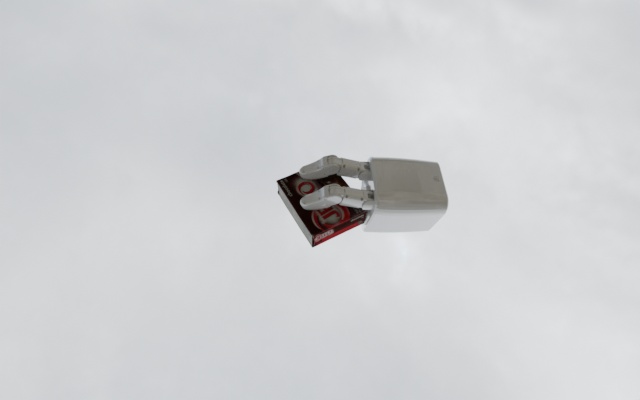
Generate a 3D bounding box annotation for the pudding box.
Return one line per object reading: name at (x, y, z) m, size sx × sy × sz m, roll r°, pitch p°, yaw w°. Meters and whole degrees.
pudding box at (0.000, 0.002, 0.697) m, size 0.090 × 0.113 × 0.039 m, roll -24°, pitch -33°, yaw -20°
